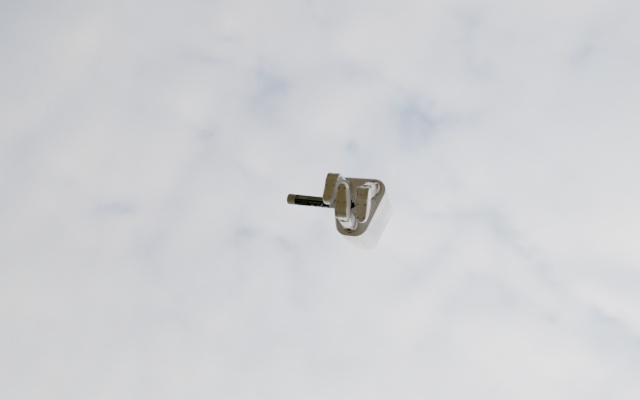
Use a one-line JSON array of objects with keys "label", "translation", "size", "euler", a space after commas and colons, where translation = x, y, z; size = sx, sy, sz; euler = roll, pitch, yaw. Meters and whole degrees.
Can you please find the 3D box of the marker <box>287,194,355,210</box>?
[{"label": "marker", "translation": [0.000, 0.003, 0.818], "size": [0.121, 0.020, 0.020], "euler": [5, 2, 22]}]
